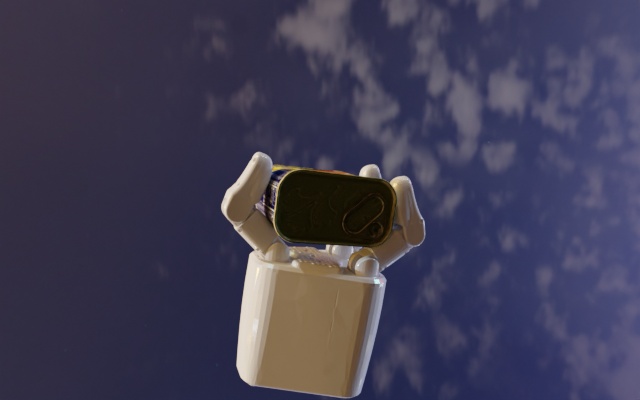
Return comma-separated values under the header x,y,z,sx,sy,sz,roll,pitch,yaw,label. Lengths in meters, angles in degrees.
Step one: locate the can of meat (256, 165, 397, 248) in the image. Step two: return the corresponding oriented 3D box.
x,y,z,sx,sy,sz,roll,pitch,yaw,label
0.000,0.001,0.412,0.102,0.057,0.084,5,7,-21,can of meat
